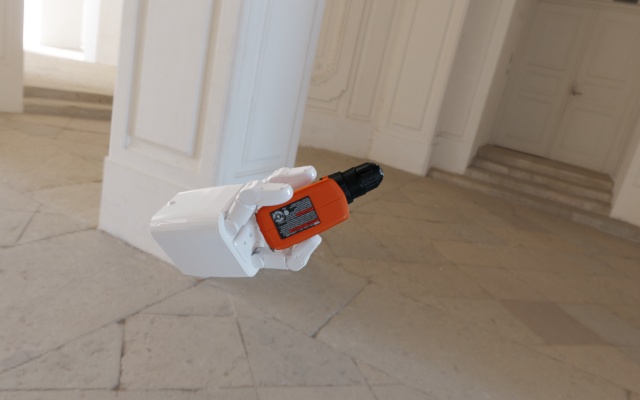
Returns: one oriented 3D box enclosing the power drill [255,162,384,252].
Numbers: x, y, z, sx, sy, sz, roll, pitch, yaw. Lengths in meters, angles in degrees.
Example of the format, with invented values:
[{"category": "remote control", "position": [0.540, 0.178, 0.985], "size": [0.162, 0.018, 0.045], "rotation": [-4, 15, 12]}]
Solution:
[{"category": "power drill", "position": [0.000, 0.002, 0.622], "size": [0.184, 0.057, 0.187], "rotation": [-26, 2, 6]}]
